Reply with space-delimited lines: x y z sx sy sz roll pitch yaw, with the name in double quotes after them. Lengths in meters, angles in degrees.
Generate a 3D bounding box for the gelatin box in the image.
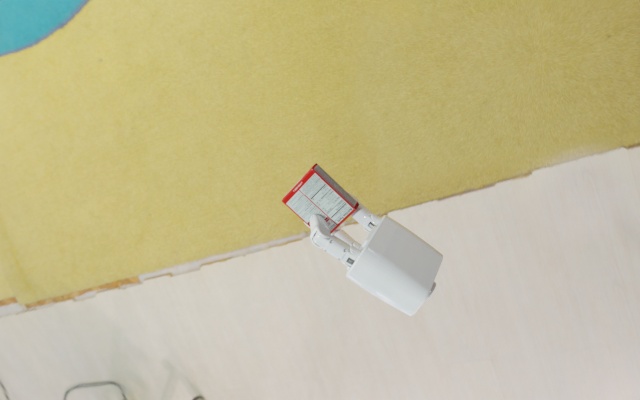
0.000 0.002 0.702 0.073 0.089 0.030 -45 5 26 "gelatin box"
